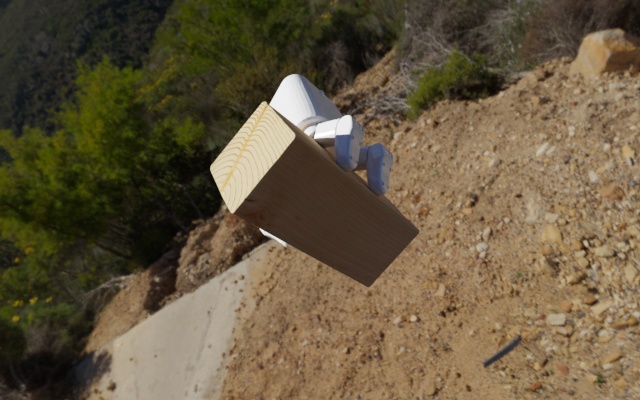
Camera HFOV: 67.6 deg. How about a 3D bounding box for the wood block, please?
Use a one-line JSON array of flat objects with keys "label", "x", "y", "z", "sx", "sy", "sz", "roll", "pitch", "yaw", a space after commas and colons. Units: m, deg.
[{"label": "wood block", "x": 0.000, "y": 0.002, "z": 0.505, "sx": 0.206, "sy": 0.091, "sz": 0.090, "roll": 34, "pitch": 12, "yaw": -39}]
